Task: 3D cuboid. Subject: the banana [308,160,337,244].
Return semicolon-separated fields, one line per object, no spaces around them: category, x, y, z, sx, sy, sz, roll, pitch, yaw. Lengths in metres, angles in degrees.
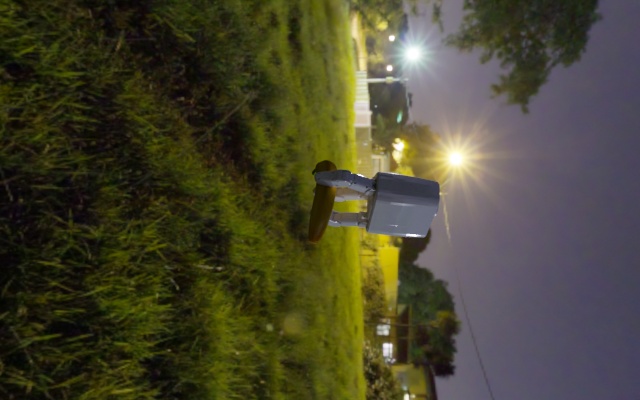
banana;0.005;-0.013;0.814;0.037;0.070;0.197;14;38;-8
